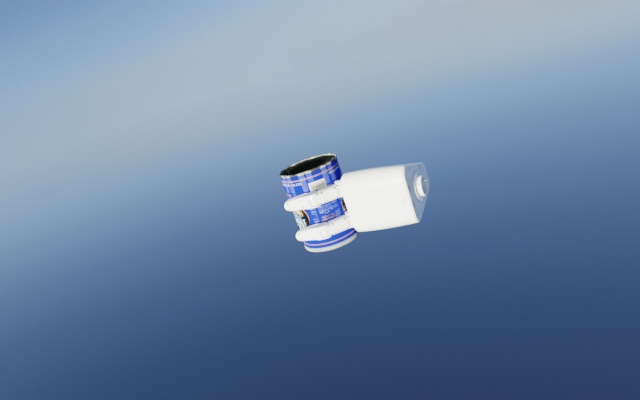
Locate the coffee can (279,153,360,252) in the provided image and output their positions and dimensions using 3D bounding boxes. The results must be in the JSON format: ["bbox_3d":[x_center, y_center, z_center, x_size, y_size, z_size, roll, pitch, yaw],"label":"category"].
[{"bbox_3d":[0.000,0.003,0.817,0.103,0.140,0.102,-18,16,5],"label":"coffee can"}]
